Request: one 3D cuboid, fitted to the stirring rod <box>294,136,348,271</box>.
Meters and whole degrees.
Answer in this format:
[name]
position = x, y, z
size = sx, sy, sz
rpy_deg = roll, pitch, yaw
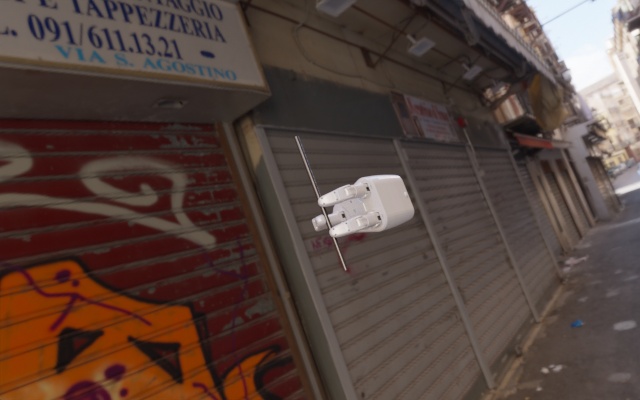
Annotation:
[stirring rod]
position = 0.000, 0.003, 0.800
size = 0.011, 0.239, 0.011
rpy_deg = -20, -8, -3
